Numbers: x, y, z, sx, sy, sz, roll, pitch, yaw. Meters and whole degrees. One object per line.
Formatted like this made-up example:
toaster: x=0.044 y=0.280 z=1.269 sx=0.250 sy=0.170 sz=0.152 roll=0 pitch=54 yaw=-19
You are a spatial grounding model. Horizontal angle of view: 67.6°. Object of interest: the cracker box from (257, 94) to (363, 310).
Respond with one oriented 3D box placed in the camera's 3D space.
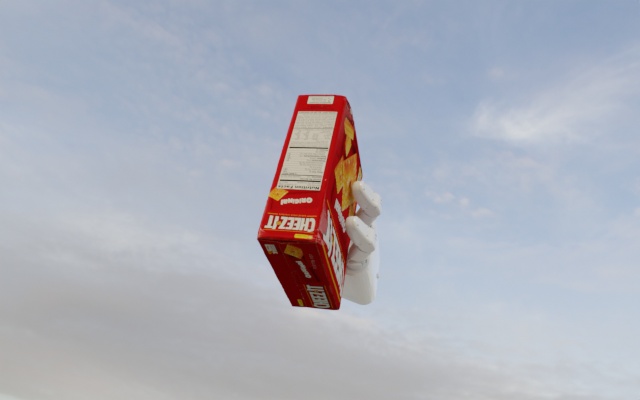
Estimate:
cracker box: x=0.000 y=0.002 z=0.587 sx=0.072 sy=0.213 sz=0.164 roll=2 pitch=-36 yaw=14
